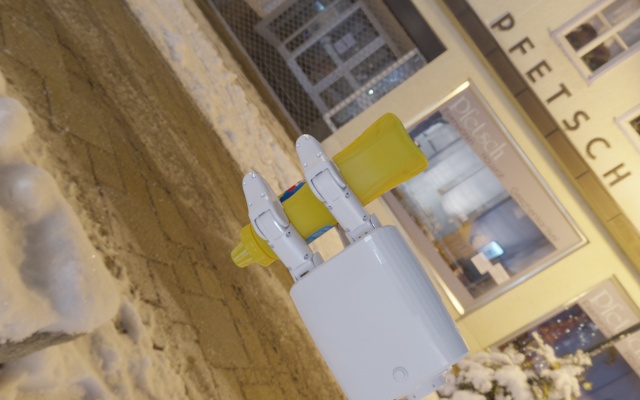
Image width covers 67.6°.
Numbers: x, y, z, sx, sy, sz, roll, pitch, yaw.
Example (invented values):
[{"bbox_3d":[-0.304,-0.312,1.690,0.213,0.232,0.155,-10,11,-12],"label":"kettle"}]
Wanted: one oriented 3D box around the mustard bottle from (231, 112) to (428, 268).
[{"bbox_3d":[0.000,0.001,0.420,0.191,0.058,0.096,-35,2,11],"label":"mustard bottle"}]
